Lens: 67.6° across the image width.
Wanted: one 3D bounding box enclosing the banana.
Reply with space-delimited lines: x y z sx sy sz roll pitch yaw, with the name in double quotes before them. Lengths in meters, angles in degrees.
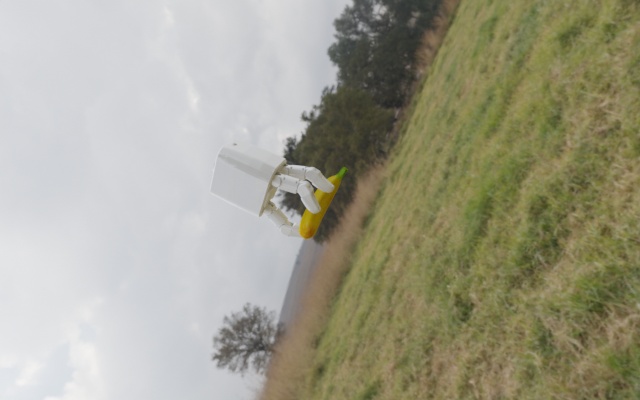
"banana" -0.005 0.012 0.897 0.037 0.197 0.070 28 -42 0
